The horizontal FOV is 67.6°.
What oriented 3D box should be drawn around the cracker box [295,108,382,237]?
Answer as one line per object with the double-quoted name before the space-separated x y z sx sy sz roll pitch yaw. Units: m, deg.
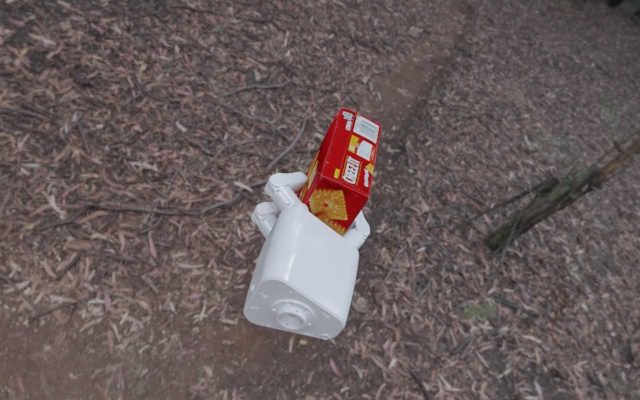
"cracker box" 0.000 0.002 0.659 0.072 0.214 0.164 25 41 -8
